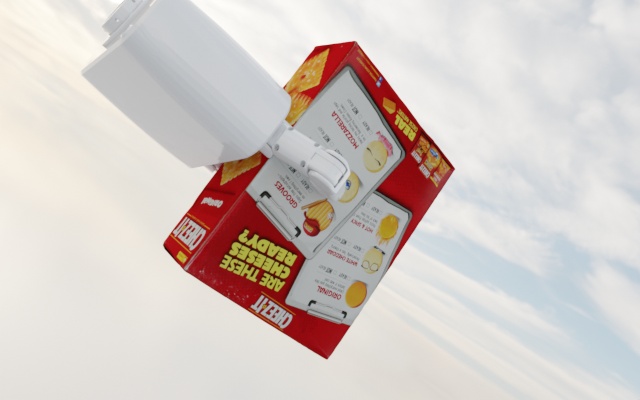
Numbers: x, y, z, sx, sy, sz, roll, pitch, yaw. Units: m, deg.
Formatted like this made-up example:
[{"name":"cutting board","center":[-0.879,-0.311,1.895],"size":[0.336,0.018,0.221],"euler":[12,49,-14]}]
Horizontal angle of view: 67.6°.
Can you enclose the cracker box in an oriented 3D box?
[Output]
[{"name":"cracker box","center":[0.000,0.001,0.412],"size":[0.164,0.213,0.072],"euler":[42,-12,-33]}]
